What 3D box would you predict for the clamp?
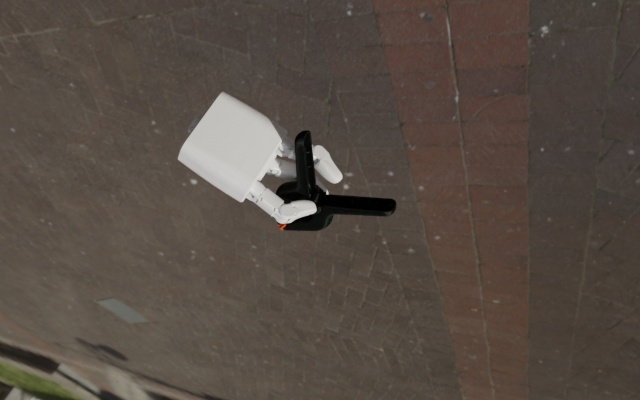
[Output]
[{"bbox_3d":[-0.001,0.003,0.692,0.164,0.036,0.210,35,-36,-7],"label":"clamp"}]
